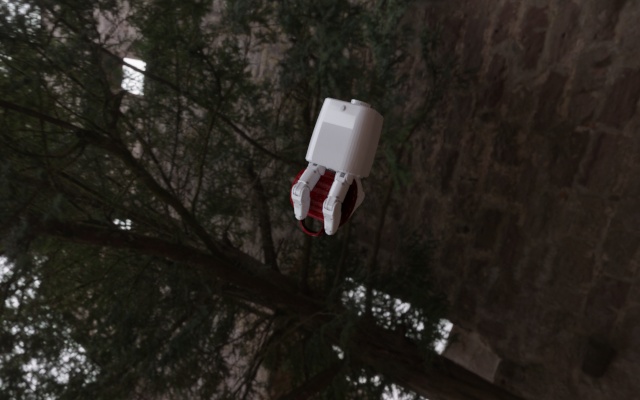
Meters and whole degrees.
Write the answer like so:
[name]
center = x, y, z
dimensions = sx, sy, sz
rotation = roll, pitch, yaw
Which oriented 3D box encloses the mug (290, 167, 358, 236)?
[mug]
center = 0.000, 0.004, 0.809
dimensions = 0.081, 0.117, 0.093
rotation = 22, 7, 32
